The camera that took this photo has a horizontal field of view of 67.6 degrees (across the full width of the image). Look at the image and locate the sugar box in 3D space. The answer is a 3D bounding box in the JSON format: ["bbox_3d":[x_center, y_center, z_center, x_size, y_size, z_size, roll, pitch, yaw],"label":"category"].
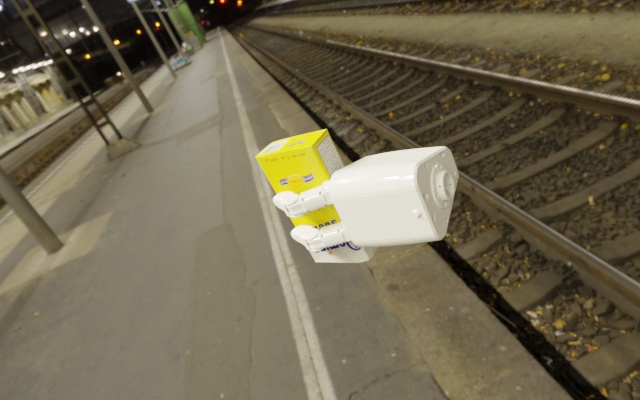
[{"bbox_3d":[0.000,0.002,0.604,0.093,0.176,0.048,-6,31,38],"label":"sugar box"}]
